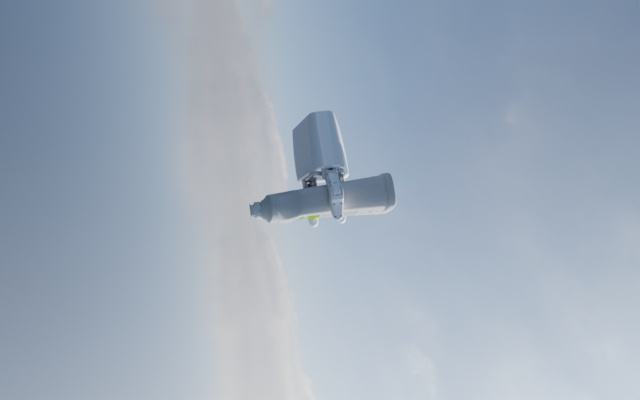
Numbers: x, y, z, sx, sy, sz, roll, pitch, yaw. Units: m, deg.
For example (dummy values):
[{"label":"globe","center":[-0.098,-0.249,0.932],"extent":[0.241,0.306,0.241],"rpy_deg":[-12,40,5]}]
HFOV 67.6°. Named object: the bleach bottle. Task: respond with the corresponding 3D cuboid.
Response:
[{"label":"bleach bottle","center":[0.000,0.003,0.854],"extent":[0.251,0.068,0.102],"rpy_deg":[-7,-11,-10]}]
